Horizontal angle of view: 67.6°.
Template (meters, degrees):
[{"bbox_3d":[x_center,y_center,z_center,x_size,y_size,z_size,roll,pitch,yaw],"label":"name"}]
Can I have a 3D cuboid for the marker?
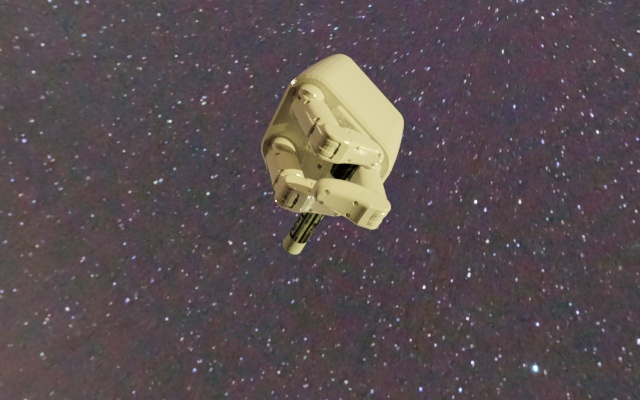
[{"bbox_3d":[0.000,0.001,0.420,0.020,0.121,0.020,22,34,-16],"label":"marker"}]
